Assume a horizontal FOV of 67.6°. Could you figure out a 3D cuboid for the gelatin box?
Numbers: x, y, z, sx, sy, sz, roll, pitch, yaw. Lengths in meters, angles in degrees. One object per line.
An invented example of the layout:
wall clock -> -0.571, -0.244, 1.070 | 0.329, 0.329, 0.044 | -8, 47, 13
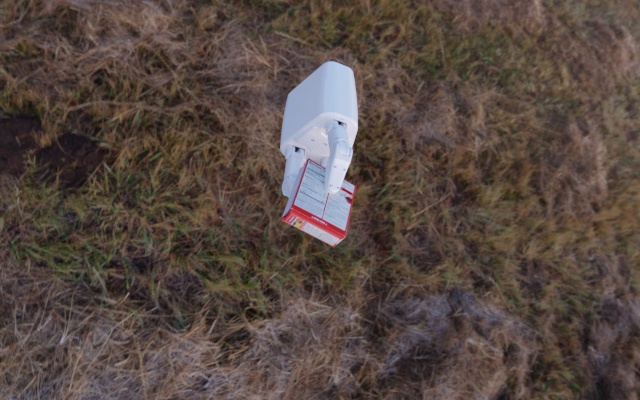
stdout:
gelatin box -> 0.000, 0.002, 0.578 | 0.073, 0.089, 0.030 | 28, -44, -14
